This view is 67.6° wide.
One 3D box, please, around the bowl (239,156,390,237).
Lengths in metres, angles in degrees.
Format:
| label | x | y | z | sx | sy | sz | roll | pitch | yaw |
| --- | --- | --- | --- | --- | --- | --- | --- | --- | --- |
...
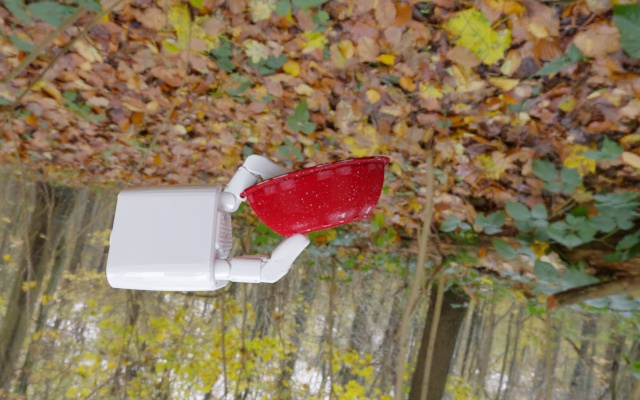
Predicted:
| label | x | y | z | sx | sy | sz | roll | pitch | yaw |
| --- | --- | --- | --- | --- | --- | --- | --- | --- | --- |
| bowl | 0.001 | 0.002 | 0.499 | 0.162 | 0.055 | 0.162 | -14 | -5 | -1 |
